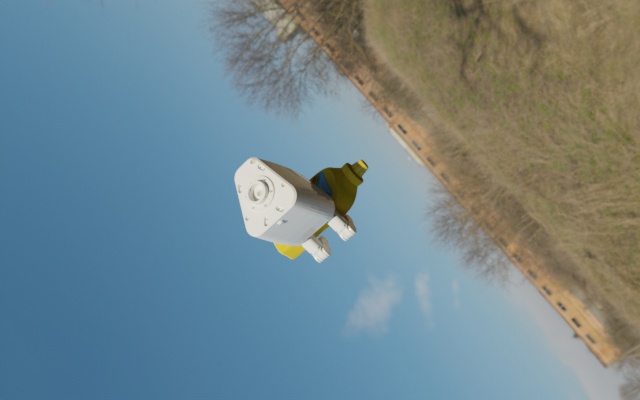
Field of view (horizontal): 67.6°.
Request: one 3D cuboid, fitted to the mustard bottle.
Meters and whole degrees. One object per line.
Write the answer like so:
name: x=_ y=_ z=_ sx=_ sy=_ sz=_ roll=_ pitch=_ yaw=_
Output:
mustard bottle: x=0.000 y=0.003 z=0.771 sx=0.058 sy=0.192 sz=0.096 roll=35 pitch=21 yaw=-37
